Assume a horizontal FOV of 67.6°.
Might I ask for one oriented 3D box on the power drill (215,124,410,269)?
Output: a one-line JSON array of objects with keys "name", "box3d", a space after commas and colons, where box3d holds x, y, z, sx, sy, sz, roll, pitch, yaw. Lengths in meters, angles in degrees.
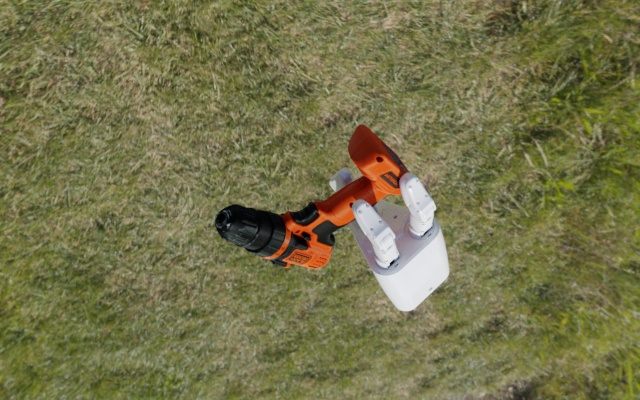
[{"name": "power drill", "box3d": [0.001, 0.002, 0.529, 0.188, 0.057, 0.184, -38, -32, 18]}]
